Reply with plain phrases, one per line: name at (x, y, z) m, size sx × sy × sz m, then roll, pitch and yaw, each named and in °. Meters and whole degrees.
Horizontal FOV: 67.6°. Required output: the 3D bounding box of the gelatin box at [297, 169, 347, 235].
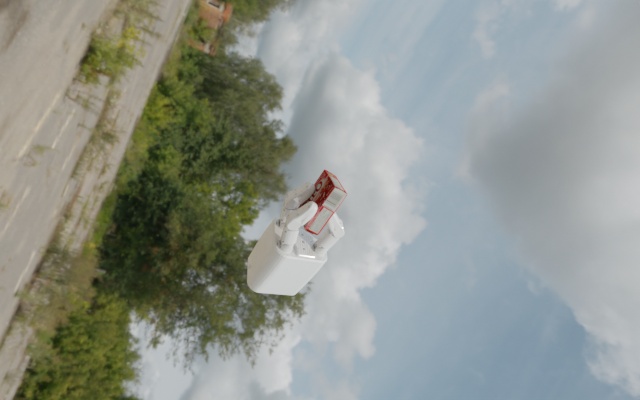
gelatin box at (0.001, 0.003, 0.790) m, size 0.030 × 0.089 × 0.073 m, roll 29°, pitch 16°, yaw -24°
